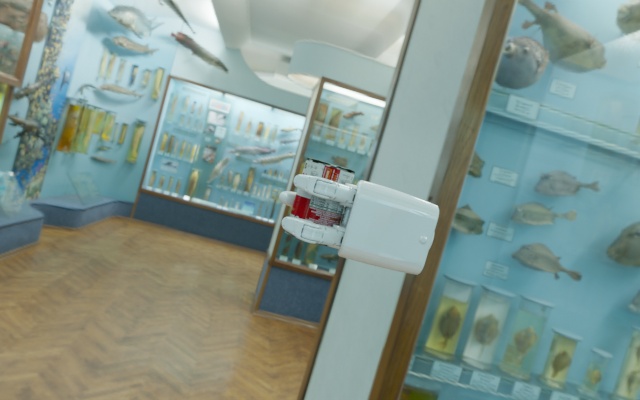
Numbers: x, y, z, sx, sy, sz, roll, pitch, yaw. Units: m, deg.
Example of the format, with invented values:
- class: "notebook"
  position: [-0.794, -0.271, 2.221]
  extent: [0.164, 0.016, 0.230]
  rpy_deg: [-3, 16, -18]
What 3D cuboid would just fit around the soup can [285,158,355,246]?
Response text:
- class: "soup can"
  position: [0.000, 0.002, 0.624]
  extent: [0.068, 0.102, 0.068]
  rpy_deg: [16, 2, -1]
